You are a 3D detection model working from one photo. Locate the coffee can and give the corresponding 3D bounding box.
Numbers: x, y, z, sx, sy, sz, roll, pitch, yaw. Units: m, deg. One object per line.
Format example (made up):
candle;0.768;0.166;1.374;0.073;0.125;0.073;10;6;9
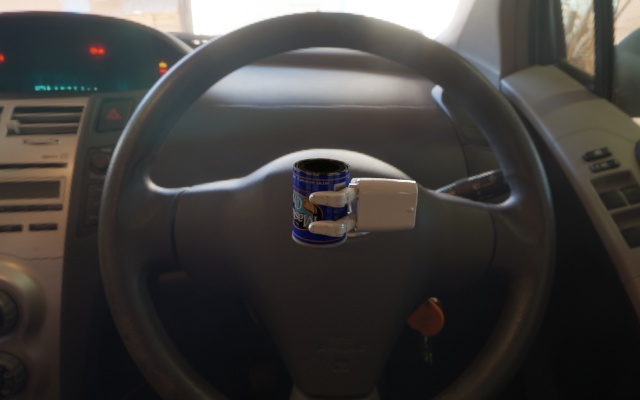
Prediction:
coffee can;0.000;0.003;0.876;0.103;0.140;0.102;1;20;-1
